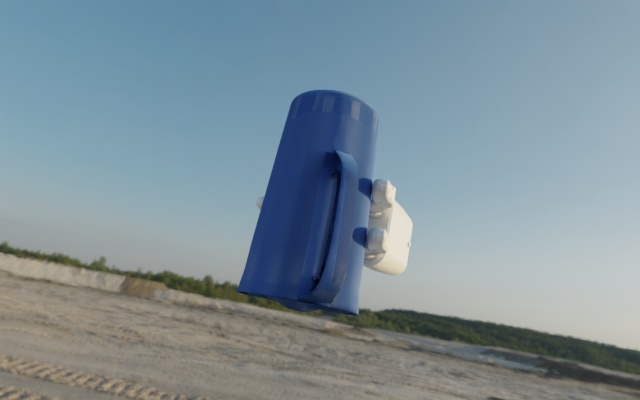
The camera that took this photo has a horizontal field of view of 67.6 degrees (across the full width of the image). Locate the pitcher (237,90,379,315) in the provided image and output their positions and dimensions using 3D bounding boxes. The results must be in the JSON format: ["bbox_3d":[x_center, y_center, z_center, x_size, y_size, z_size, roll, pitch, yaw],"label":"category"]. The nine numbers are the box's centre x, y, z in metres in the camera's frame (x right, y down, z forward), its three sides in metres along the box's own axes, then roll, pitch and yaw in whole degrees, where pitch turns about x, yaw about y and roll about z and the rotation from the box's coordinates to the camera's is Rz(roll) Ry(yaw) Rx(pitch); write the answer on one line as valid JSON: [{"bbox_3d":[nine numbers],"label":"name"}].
[{"bbox_3d":[0.000,0.002,0.535,0.149,0.242,0.145,3,-16,30],"label":"pitcher"}]
